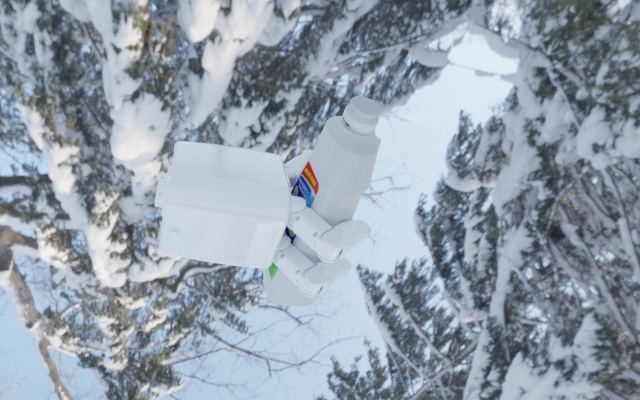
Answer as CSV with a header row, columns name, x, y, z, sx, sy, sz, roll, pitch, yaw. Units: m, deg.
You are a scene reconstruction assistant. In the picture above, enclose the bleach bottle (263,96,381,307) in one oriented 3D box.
name,x,y,z,sx,sy,sz,roll,pitch,yaw
bleach bottle,0.000,0.002,0.489,0.068,0.102,0.251,9,-47,-16
